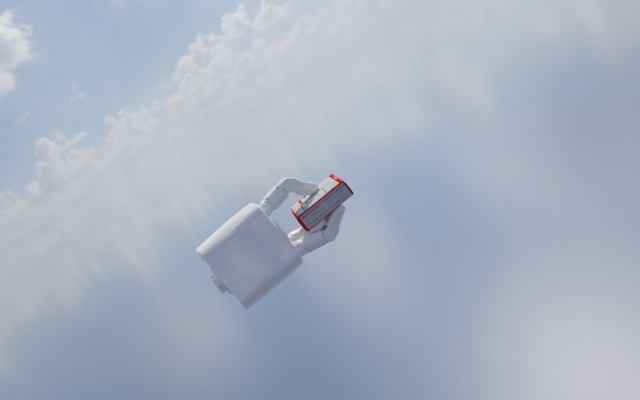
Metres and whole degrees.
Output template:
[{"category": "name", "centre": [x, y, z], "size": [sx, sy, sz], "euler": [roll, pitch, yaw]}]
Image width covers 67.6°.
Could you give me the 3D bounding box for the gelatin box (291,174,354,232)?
[{"category": "gelatin box", "centre": [0.000, 0.002, 0.714], "size": [0.089, 0.030, 0.073], "euler": [-40, 15, -2]}]
